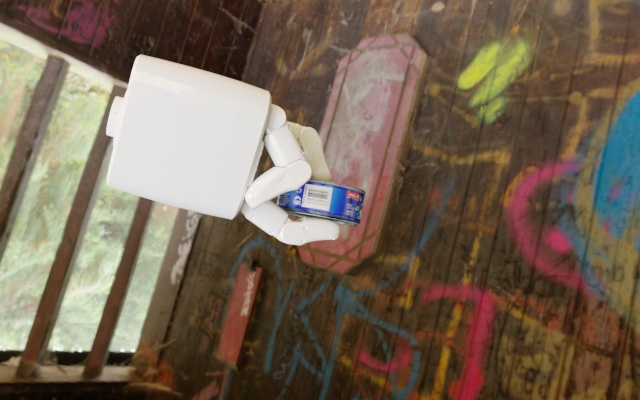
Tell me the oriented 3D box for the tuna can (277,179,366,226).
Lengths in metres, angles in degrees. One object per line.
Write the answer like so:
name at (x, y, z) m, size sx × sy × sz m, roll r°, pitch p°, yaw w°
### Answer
tuna can at (0.000, 0.002, 0.472) m, size 0.086 × 0.033 × 0.086 m, roll 10°, pitch -5°, yaw 1°
